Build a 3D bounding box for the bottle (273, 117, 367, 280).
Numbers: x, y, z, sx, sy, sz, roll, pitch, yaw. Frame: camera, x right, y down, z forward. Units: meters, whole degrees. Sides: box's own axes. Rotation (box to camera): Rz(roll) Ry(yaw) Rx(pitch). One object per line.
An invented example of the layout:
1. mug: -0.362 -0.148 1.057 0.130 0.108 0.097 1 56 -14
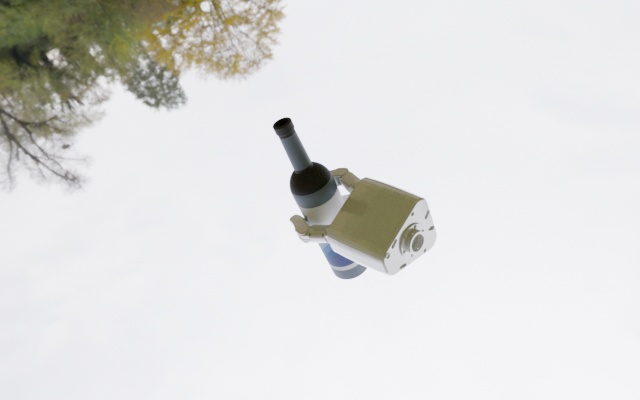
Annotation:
1. bottle: 0.000 0.003 0.727 0.069 0.296 0.069 -16 37 13
